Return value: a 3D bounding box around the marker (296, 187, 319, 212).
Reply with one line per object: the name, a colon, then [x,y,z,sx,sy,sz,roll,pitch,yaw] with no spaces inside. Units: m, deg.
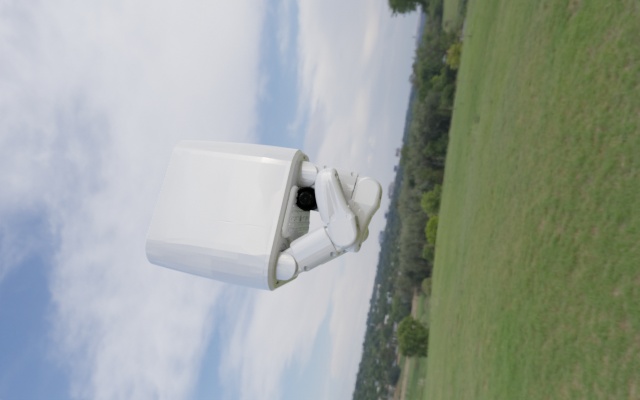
marker: [0.000,0.001,0.414,0.020,0.020,0.121,0,-3,11]
